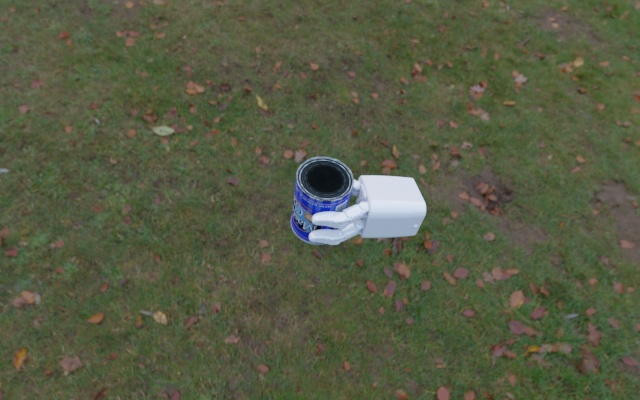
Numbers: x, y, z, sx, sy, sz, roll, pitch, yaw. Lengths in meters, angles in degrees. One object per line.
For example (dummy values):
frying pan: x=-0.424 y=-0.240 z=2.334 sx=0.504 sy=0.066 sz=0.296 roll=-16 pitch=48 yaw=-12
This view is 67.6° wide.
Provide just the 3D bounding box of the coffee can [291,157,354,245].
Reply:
coffee can: x=0.000 y=0.003 z=0.889 sx=0.103 sy=0.102 sz=0.140 roll=0 pitch=-37 yaw=-8
